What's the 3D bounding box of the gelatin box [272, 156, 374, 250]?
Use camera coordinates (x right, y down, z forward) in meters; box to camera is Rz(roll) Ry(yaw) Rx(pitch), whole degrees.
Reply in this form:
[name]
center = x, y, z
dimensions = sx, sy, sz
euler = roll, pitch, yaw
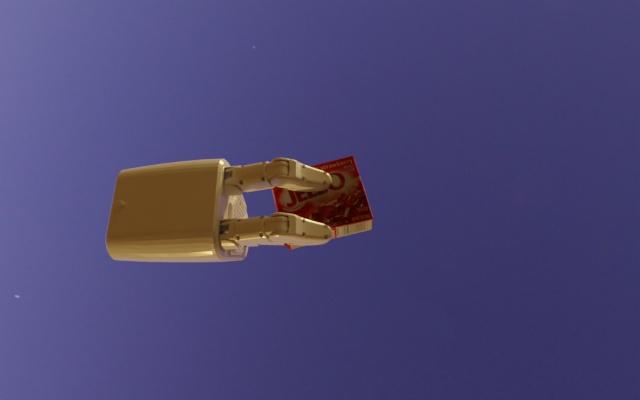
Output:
[gelatin box]
center = 0.000, 0.002, 0.474
dimensions = 0.089, 0.073, 0.030
euler = -14, -26, -3
